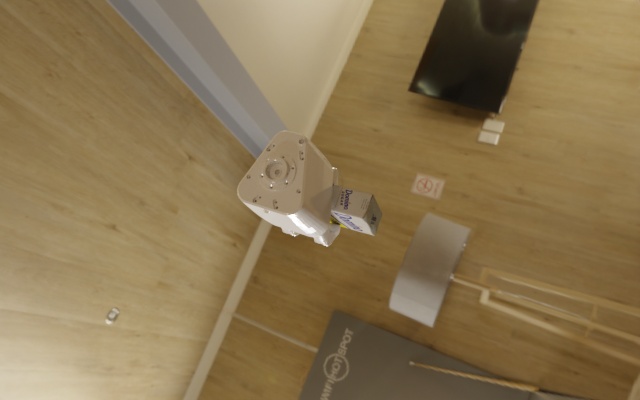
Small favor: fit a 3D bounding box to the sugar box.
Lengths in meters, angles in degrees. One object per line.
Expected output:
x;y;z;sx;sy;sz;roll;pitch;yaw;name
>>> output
0.000;0.003;0.729;0.176;0.048;0.093;17;-13;22;sugar box
